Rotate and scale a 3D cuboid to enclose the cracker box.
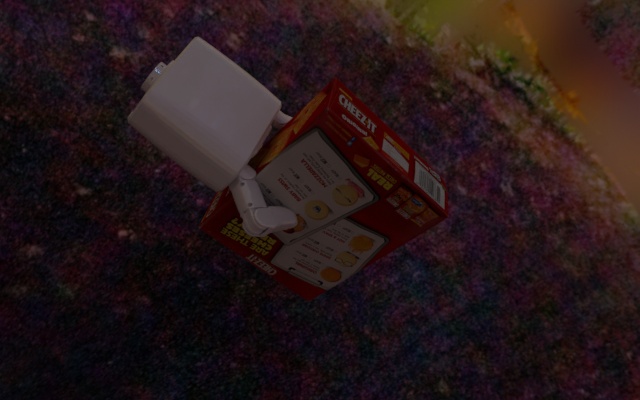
[{"bbox_3d":[0.000,0.002,0.511,0.164,0.072,0.214,38,-53,-20],"label":"cracker box"}]
